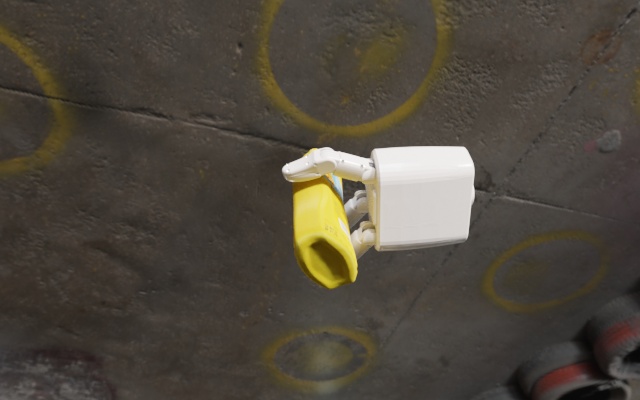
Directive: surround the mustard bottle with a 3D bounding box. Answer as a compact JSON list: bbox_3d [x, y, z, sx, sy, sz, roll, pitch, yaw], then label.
[{"bbox_3d":[0.000,0.002,0.561,0.058,0.191,0.096,-21,-49,14],"label":"mustard bottle"}]
